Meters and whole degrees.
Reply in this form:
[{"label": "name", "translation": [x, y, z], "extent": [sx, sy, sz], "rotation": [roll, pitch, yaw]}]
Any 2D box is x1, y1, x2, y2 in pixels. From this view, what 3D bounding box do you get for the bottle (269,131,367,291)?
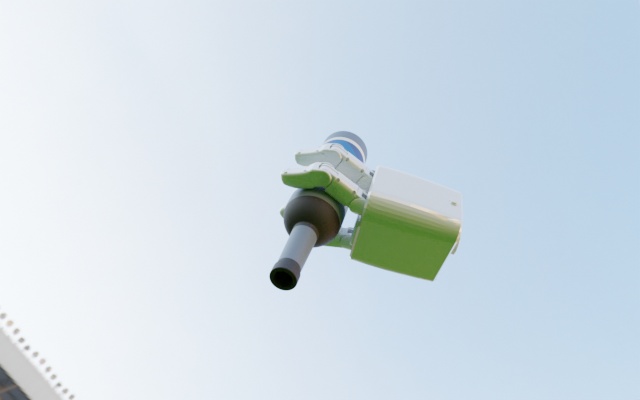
[{"label": "bottle", "translation": [0.000, 0.002, 0.565], "extent": [0.069, 0.069, 0.295], "rotation": [0, 29, 16]}]
